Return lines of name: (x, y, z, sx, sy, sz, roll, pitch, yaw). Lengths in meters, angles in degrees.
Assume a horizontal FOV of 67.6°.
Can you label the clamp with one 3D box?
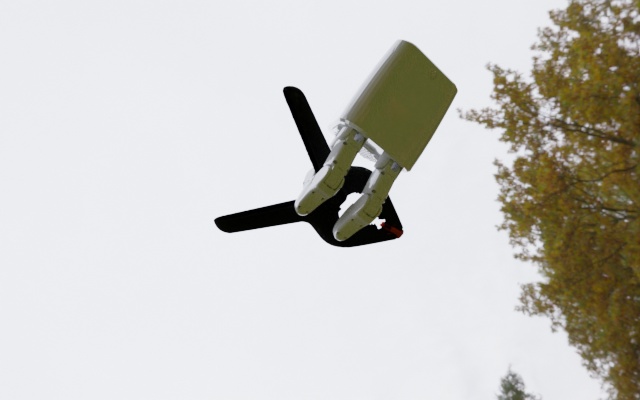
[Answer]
clamp: (0.000, 0.002, 0.523, 0.210, 0.164, 0.036, 35, 0, -25)
